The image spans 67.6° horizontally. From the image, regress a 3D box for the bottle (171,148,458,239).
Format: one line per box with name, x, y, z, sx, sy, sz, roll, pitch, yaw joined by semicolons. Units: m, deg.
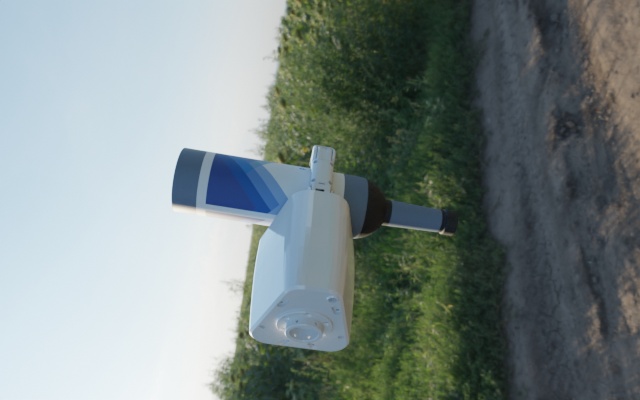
bottle;0.000;0.002;0.504;0.296;0.069;0.069;9;-1;-6
